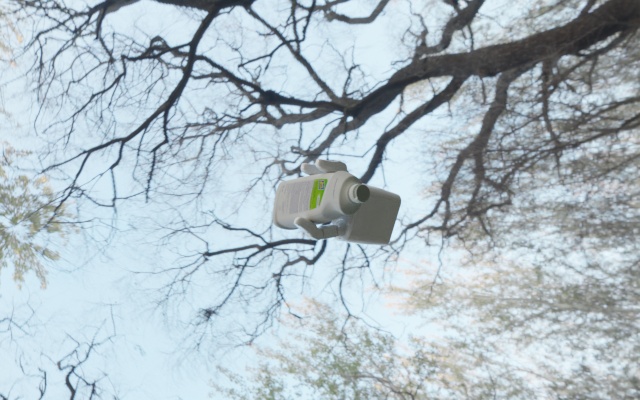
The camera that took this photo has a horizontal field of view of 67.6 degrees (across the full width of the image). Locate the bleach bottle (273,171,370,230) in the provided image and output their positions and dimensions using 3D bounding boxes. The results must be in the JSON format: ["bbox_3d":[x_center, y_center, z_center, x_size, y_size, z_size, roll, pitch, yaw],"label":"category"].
[{"bbox_3d":[0.000,0.003,0.866,0.068,0.102,0.251,11,-8,-32],"label":"bleach bottle"}]
